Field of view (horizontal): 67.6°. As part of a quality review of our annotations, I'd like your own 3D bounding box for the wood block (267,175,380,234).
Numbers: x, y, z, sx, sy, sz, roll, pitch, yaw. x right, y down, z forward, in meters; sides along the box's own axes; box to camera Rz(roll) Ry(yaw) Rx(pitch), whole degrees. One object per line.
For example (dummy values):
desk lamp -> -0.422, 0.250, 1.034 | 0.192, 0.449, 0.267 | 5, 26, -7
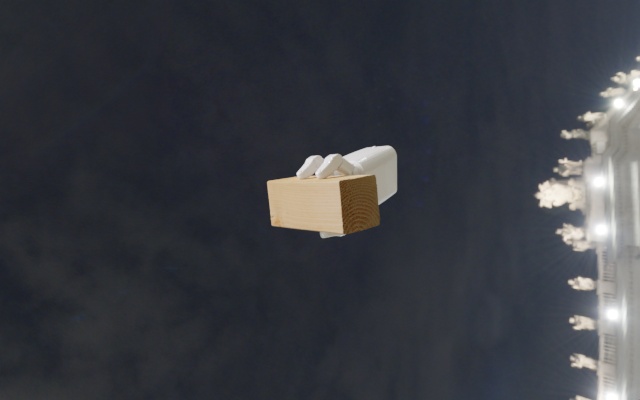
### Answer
wood block -> 0.000, 0.003, 0.873 | 0.090, 0.091, 0.206 | -12, 9, -39
